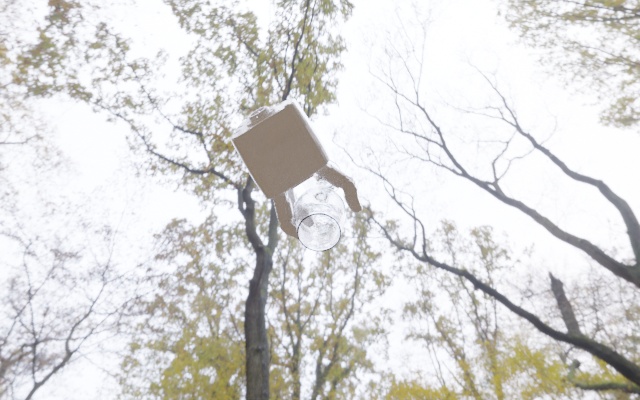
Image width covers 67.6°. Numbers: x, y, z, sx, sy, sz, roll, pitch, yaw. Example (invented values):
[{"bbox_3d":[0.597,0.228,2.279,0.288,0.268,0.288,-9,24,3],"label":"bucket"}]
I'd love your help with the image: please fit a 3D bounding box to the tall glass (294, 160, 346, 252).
[{"bbox_3d":[0.000,0.002,0.752,0.079,0.079,0.201,0,26,1],"label":"tall glass"}]
